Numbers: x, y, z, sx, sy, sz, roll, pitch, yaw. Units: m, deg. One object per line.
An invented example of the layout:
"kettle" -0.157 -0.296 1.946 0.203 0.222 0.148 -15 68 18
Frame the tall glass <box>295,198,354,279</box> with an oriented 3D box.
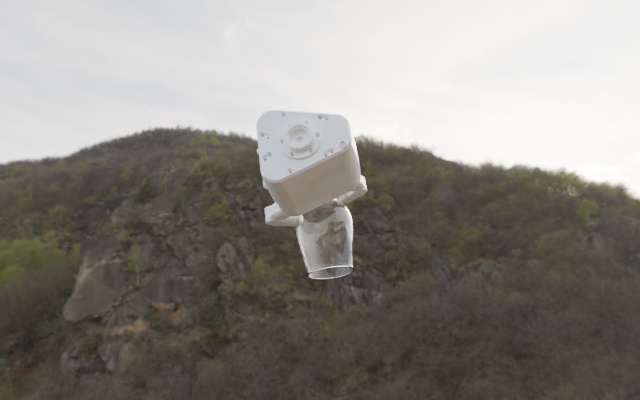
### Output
"tall glass" 0.000 0.002 0.649 0.079 0.201 0.079 -7 -21 -3
